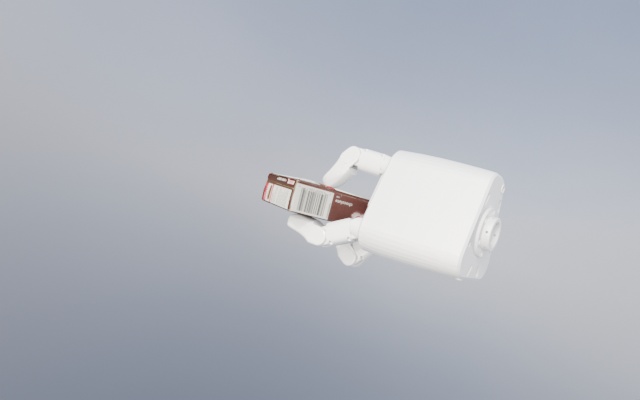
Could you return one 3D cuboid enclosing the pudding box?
[{"bbox_3d":[0.000,0.002,0.556,0.113,0.039,0.090,17,-1,-27],"label":"pudding box"}]
